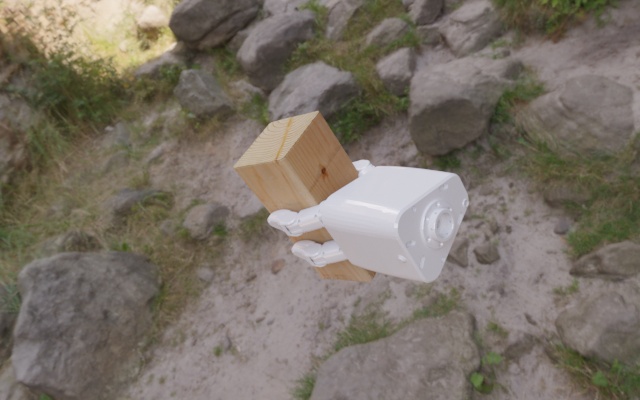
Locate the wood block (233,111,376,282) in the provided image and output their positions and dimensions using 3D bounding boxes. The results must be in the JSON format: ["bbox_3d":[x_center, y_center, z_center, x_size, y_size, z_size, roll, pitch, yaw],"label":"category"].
[{"bbox_3d":[0.000,0.002,0.604,0.090,0.206,0.090,-5,41,43],"label":"wood block"}]
